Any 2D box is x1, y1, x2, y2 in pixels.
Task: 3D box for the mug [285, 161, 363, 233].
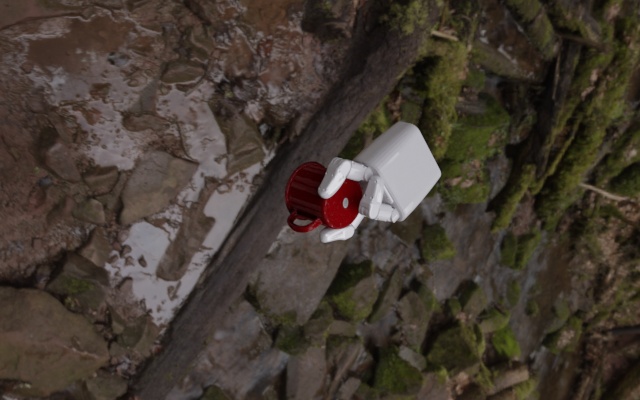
[{"bbox_3d":[-0.001,0.003,0.702,0.081,0.093,0.117,19,55,45],"label":"mug"}]
